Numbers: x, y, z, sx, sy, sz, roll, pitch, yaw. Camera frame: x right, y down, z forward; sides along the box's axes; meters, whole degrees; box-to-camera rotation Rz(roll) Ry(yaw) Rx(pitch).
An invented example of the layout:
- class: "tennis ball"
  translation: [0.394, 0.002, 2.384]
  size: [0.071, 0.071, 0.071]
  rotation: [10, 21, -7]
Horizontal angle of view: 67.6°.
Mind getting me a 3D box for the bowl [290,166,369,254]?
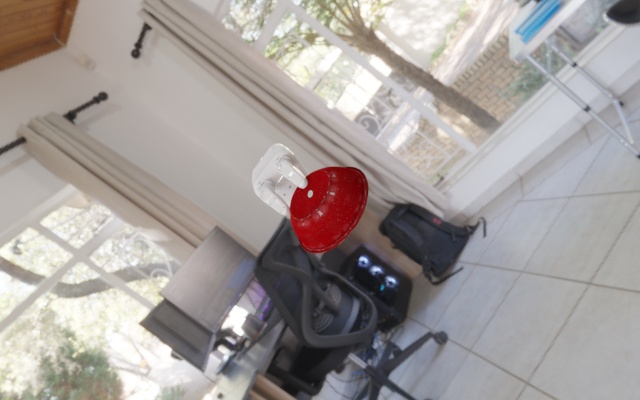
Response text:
- class: "bowl"
  translation: [0.000, 0.003, 0.777]
  size: [0.055, 0.162, 0.162]
  rotation: [33, -20, -33]
